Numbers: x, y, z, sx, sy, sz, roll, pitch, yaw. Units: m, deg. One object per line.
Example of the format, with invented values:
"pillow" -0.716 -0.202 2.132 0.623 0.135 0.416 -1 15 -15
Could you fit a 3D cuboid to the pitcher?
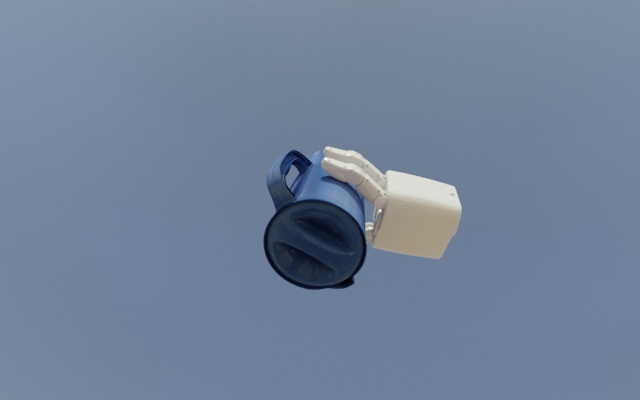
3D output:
"pitcher" 0.000 0.002 0.703 0.145 0.149 0.242 12 26 1
